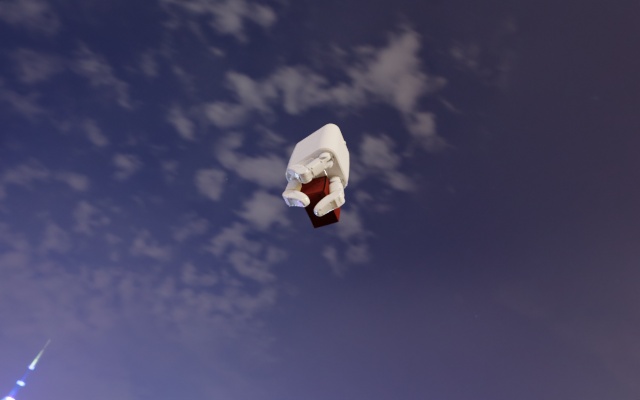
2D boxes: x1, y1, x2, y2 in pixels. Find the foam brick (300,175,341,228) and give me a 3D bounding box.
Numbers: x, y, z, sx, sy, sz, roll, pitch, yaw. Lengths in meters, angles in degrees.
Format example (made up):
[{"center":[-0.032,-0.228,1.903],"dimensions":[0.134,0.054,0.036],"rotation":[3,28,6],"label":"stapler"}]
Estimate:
[{"center":[0.000,0.003,0.899],"dimensions":[0.053,0.078,0.051],"rotation":[-14,33,17],"label":"foam brick"}]
